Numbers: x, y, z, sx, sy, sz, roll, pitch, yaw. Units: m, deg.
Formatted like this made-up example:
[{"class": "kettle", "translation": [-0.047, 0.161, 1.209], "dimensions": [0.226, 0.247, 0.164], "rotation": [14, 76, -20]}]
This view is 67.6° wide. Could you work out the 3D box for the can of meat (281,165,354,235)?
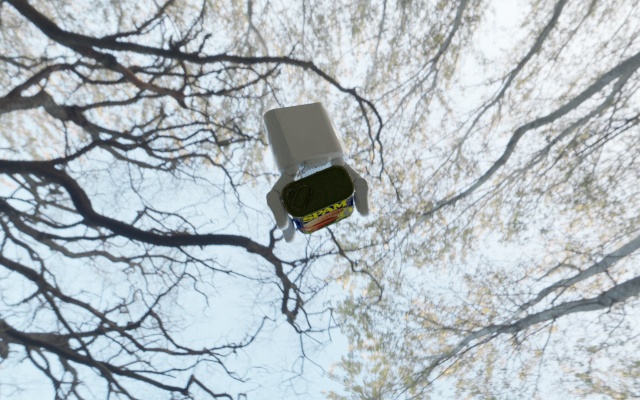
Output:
[{"class": "can of meat", "translation": [0.000, 0.002, 0.712], "dimensions": [0.102, 0.057, 0.084], "rotation": [-23, -23, -3]}]
